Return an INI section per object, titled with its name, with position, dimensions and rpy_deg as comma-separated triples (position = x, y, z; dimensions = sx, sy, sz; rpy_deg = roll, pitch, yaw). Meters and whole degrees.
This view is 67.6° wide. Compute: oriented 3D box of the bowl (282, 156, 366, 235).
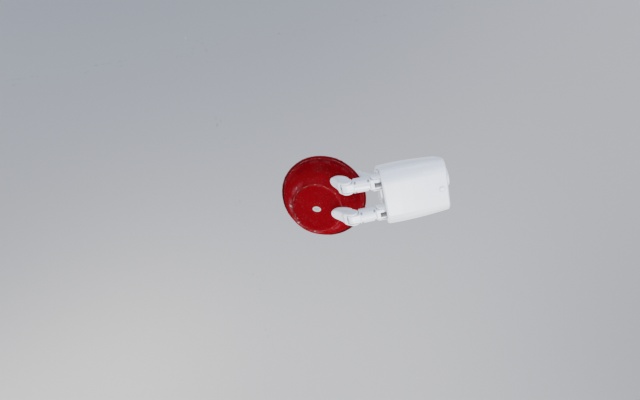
[bowl]
position = -0.001, 0.003, 0.871
dimensions = 0.162, 0.162, 0.055
rpy_deg = 0, 24, 14
